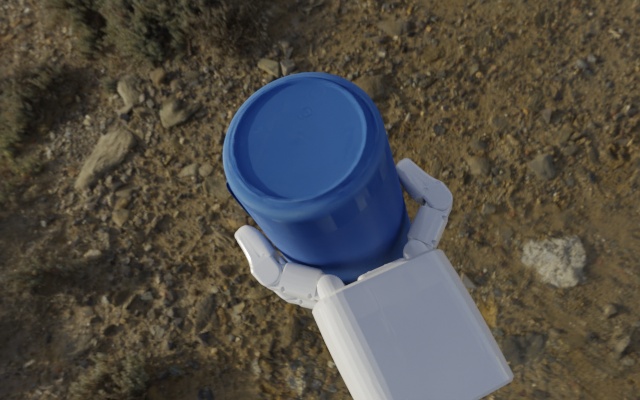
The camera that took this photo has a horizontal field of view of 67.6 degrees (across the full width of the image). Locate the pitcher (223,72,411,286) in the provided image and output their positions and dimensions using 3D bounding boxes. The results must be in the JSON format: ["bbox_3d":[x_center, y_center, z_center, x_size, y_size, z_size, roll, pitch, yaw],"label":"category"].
[{"bbox_3d":[0.000,0.001,0.411,0.149,0.145,0.243,-28,-24,1],"label":"pitcher"}]
